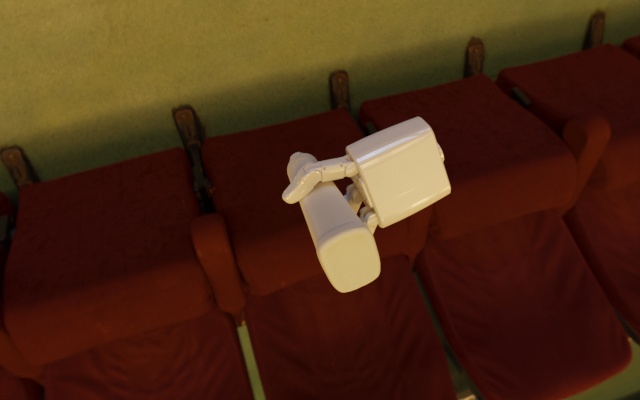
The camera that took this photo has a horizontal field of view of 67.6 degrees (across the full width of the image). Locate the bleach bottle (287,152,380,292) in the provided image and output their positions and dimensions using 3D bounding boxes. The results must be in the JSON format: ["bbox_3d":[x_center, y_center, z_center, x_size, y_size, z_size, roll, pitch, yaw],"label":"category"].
[{"bbox_3d":[0.000,0.002,0.647,0.068,0.103,0.250,-24,40,-3],"label":"bleach bottle"}]
